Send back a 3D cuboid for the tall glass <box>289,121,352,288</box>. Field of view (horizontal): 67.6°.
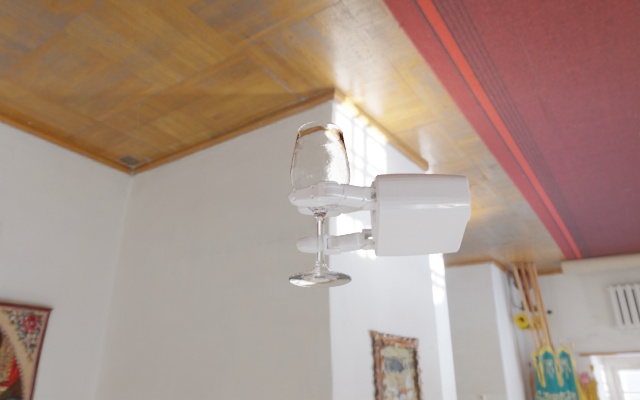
[{"bbox_3d":[0.000,0.003,0.597,0.079,0.201,0.079,0,-23,0],"label":"tall glass"}]
